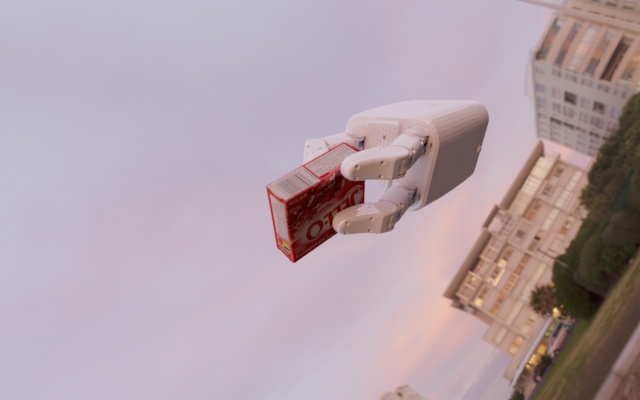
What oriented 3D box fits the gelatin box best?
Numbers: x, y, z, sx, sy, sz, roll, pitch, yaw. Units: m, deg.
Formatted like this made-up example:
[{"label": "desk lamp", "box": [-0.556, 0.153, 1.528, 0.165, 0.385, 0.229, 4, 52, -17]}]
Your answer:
[{"label": "gelatin box", "box": [-0.001, 0.001, 0.413, 0.089, 0.073, 0.030, -32, 49, -27]}]
